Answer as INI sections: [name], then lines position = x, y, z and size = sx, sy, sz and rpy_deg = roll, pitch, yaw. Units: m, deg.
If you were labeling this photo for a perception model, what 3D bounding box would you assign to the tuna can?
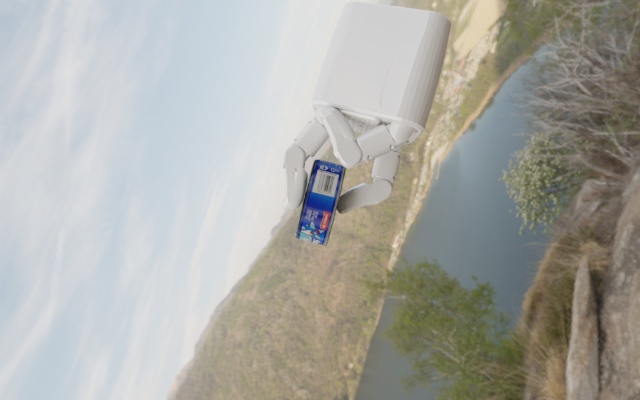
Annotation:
[tuna can]
position = -0.001, 0.002, 0.491
size = 0.034, 0.086, 0.086
rpy_deg = 14, 0, 0
